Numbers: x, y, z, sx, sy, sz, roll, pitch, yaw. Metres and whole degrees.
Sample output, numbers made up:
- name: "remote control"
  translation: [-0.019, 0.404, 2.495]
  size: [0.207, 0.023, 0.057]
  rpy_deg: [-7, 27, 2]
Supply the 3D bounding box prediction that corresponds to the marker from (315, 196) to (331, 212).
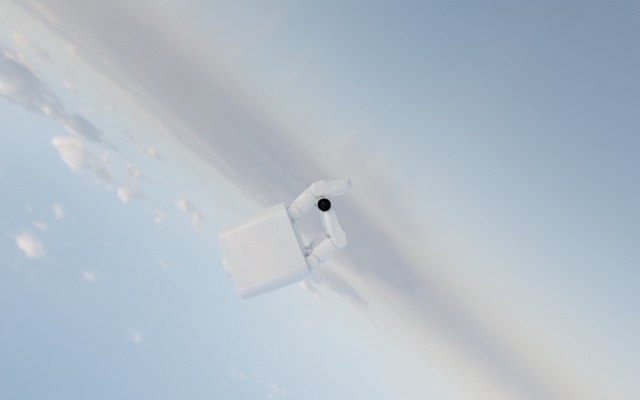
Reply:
- name: "marker"
  translation: [0.000, 0.002, 0.710]
  size: [0.020, 0.020, 0.121]
  rpy_deg: [0, 4, -5]
